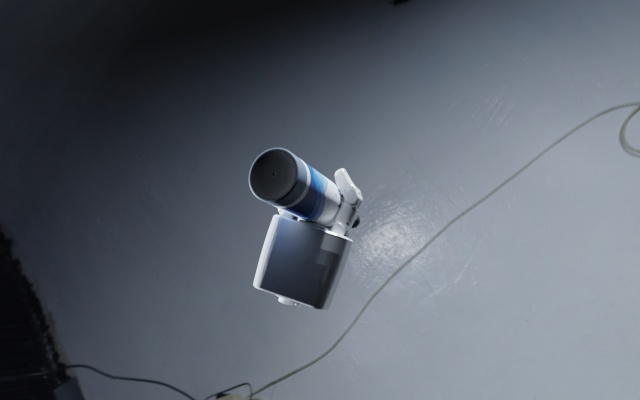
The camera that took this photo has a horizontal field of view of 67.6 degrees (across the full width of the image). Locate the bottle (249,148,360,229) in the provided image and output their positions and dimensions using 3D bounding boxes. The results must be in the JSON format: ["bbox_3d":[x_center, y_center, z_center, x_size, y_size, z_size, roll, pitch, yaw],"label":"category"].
[{"bbox_3d":[0.000,0.002,0.690,0.069,0.069,0.296,0,-13,23],"label":"bottle"}]
